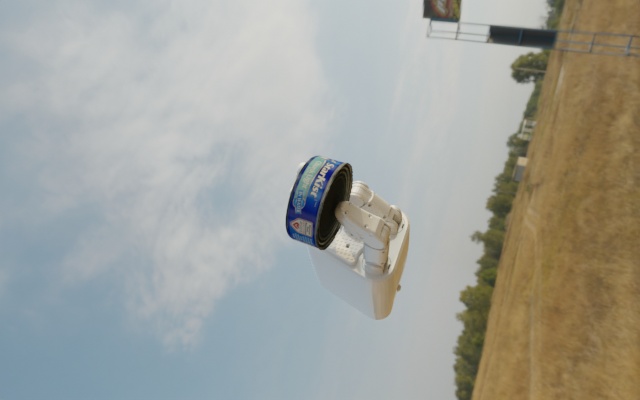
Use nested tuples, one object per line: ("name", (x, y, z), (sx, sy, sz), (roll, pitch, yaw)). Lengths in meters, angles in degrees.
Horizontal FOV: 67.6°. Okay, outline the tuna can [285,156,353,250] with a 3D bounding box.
("tuna can", (0.000, 0.001, 0.454), (0.034, 0.086, 0.086), (18, 5, 17))
